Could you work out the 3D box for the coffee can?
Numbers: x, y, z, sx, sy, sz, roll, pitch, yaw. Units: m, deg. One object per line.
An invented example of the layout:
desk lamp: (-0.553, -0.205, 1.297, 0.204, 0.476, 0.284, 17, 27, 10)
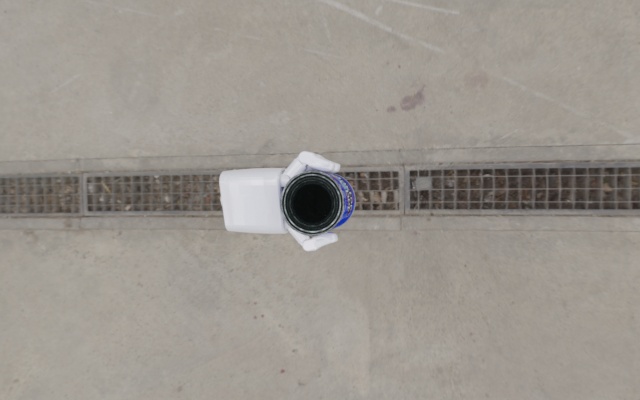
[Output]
coffee can: (0.000, 0.003, 0.805, 0.103, 0.103, 0.140, 0, 2, 11)
